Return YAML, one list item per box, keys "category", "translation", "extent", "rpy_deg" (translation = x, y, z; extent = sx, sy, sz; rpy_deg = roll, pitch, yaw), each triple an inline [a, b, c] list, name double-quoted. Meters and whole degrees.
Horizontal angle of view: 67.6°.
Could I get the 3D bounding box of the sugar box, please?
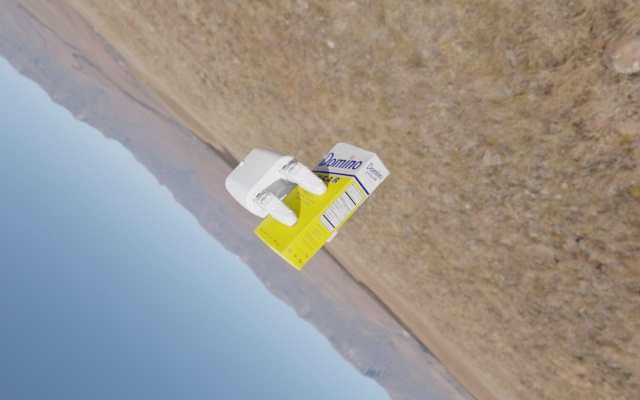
- category: "sugar box"
  translation: [0.000, 0.002, 0.634]
  extent: [0.048, 0.176, 0.093]
  rpy_deg: [46, -10, -33]
